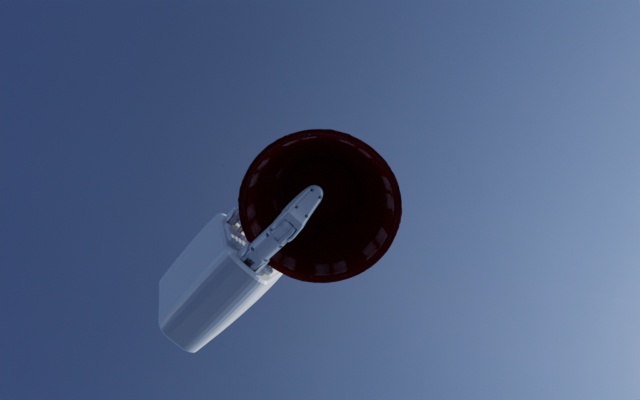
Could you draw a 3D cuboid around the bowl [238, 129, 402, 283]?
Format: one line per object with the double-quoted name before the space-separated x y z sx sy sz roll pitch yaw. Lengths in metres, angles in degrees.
"bowl" 0.001 0.001 0.494 0.162 0.162 0.055 0 19 3
